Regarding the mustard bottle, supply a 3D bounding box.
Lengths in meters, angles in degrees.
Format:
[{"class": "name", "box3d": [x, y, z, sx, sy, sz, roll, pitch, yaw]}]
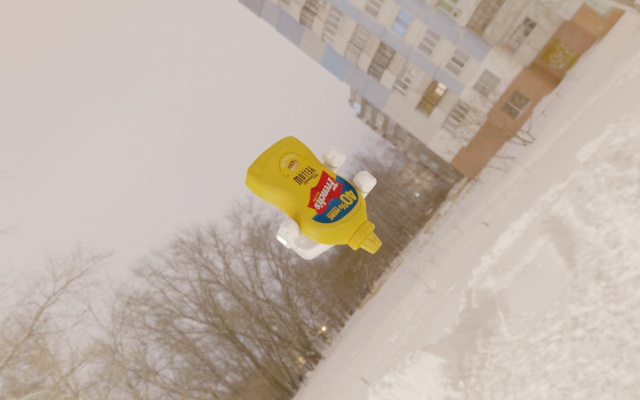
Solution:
[{"class": "mustard bottle", "box3d": [0.000, 0.002, 0.624, 0.096, 0.191, 0.058, -43, -14, -34]}]
